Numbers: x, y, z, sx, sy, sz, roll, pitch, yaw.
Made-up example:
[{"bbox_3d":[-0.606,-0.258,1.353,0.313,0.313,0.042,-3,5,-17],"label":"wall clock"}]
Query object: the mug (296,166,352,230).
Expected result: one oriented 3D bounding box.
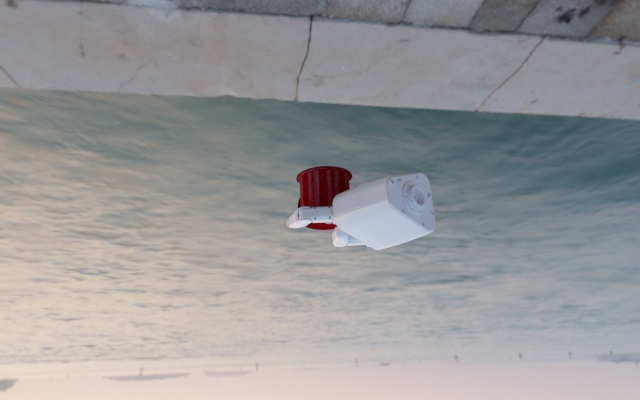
[{"bbox_3d":[-0.001,0.003,0.786,0.093,0.081,0.117,14,-26,-39],"label":"mug"}]
